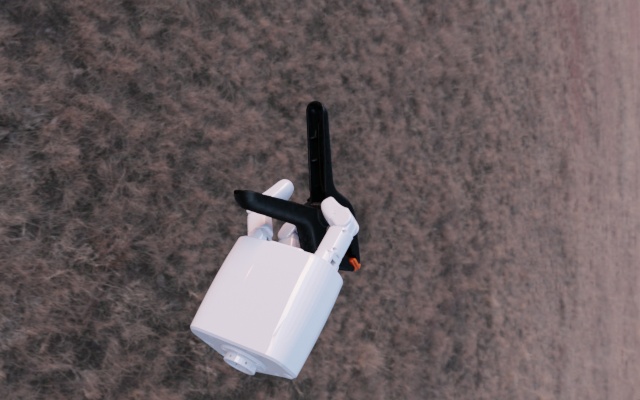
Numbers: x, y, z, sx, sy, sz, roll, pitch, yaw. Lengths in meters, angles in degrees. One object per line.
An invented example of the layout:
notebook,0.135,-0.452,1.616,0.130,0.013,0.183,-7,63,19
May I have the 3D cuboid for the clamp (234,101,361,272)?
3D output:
clamp,0.001,0.002,0.558,0.036,0.164,0.210,3,-38,39
